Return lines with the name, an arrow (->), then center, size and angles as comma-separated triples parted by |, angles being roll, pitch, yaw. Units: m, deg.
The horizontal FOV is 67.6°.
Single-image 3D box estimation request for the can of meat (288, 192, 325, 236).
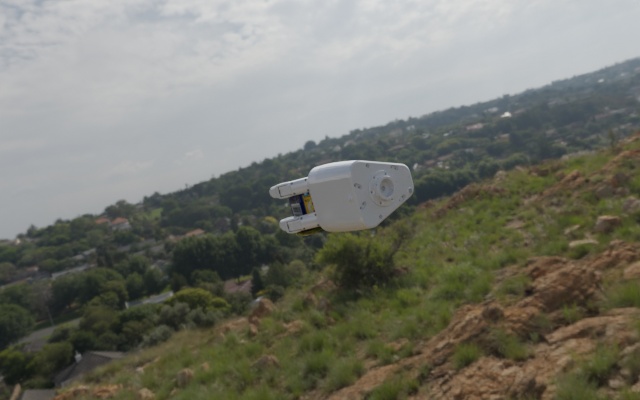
can of meat -> 0.000, 0.002, 0.771 | 0.102, 0.084, 0.057 | -18, 6, -28
